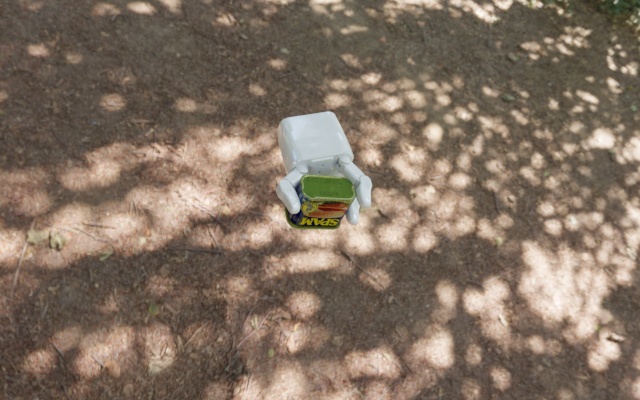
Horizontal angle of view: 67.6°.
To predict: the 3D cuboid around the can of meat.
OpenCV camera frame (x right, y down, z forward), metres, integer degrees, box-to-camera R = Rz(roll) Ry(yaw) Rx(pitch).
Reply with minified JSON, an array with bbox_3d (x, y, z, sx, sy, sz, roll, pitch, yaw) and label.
[{"bbox_3d":[0.000,0.002,0.805,0.102,0.057,0.084,3,-38,-22],"label":"can of meat"}]
